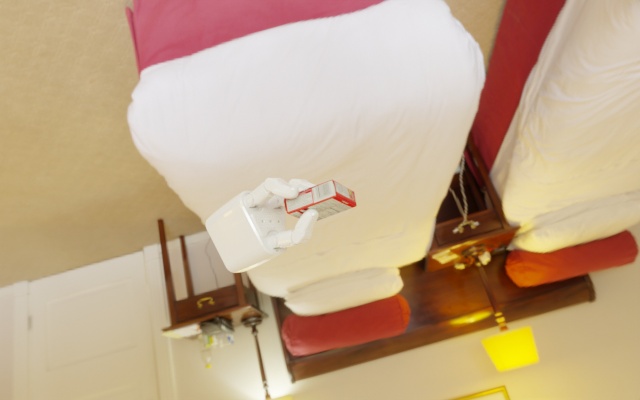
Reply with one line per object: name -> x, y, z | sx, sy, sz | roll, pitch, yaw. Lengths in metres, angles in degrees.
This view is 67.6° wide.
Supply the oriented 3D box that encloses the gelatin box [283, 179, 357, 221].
gelatin box -> 0.000, 0.003, 0.735 | 0.089, 0.030, 0.073 | -20, -22, 24
